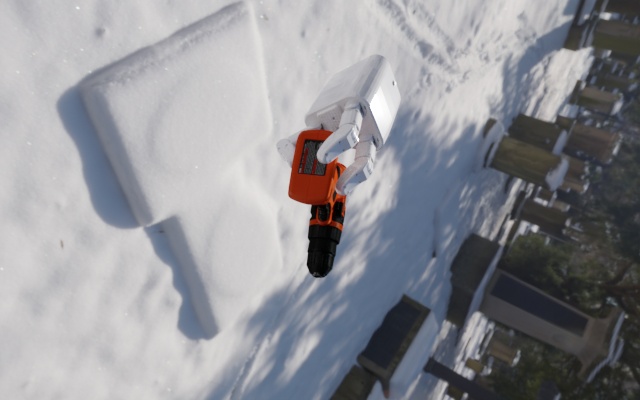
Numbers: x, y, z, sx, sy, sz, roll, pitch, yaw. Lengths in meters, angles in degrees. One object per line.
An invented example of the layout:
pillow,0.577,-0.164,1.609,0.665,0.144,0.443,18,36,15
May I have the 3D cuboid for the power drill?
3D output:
power drill,0.000,0.002,0.670,0.057,0.184,0.188,5,-21,9
